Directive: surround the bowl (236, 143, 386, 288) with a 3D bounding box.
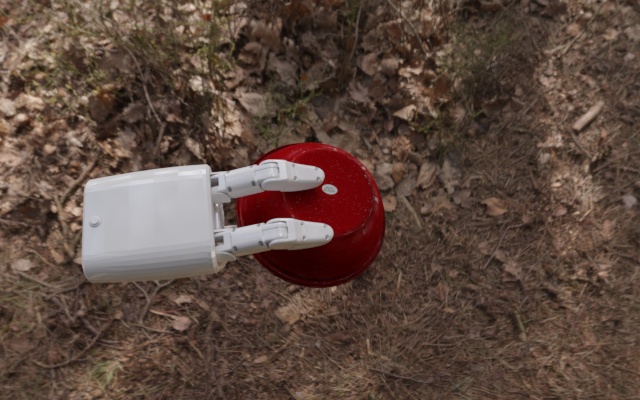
[{"bbox_3d":[0.001,0.001,0.474,0.162,0.162,0.055,0,-23,-18],"label":"bowl"}]
